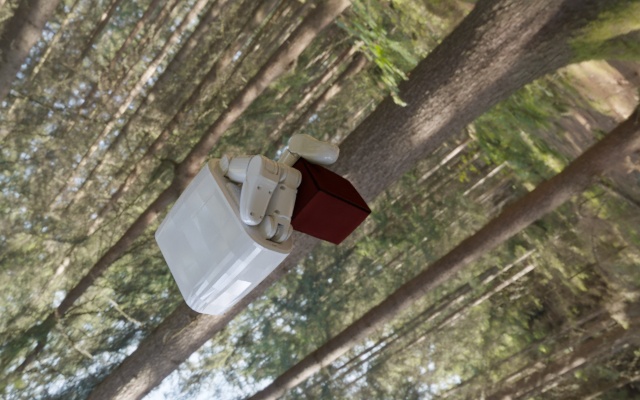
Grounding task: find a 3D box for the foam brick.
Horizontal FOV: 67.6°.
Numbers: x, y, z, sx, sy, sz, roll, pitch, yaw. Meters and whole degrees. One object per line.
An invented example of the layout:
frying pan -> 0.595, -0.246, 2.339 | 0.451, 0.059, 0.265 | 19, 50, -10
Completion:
foam brick -> 0.000, 0.002, 0.475 | 0.078, 0.051, 0.053 | 24, 25, -42
